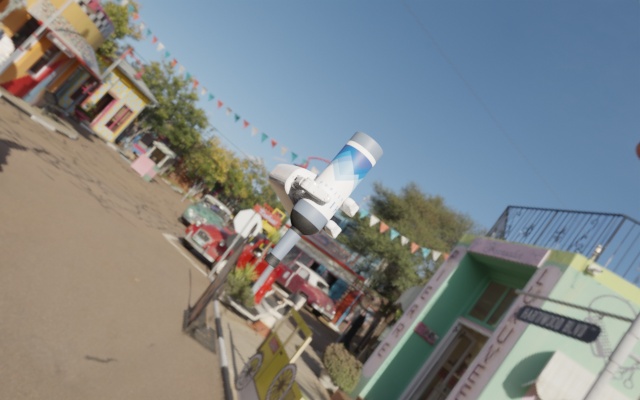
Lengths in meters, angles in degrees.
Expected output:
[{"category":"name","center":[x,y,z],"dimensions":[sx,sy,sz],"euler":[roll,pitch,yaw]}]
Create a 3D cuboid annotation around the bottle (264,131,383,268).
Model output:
[{"category":"bottle","center":[0.000,0.003,0.886],"dimensions":[0.069,0.295,0.069],"euler":[39,-9,7]}]
